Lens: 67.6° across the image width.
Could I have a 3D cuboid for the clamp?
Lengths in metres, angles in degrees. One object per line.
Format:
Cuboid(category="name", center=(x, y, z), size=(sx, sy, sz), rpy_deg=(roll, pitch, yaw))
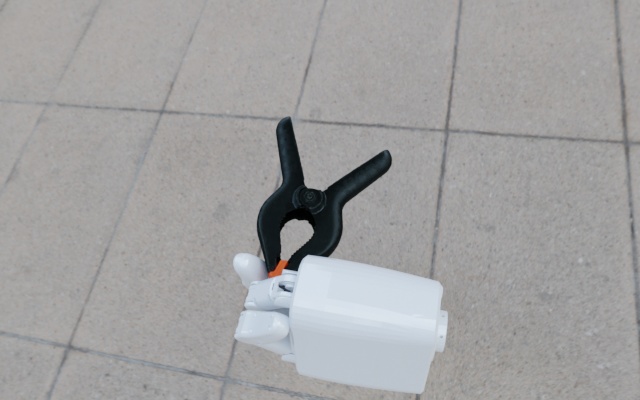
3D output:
Cuboid(category="clamp", center=(0.000, 0.001, 0.450), size=(0.120, 0.171, 0.039), rpy_deg=(9, -24, 7))
